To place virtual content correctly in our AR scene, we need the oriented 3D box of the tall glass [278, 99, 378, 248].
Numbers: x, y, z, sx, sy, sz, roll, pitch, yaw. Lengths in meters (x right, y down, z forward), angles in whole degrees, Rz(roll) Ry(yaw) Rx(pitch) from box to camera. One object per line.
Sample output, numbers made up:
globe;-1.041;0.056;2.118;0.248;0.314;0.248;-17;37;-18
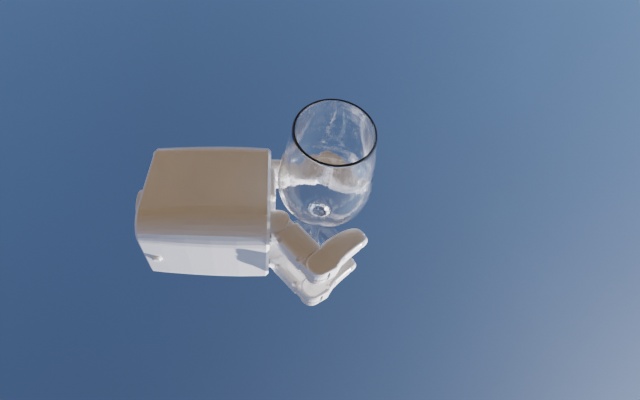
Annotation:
tall glass;0.000;0.002;0.423;0.079;0.079;0.201;0;-31;-7
